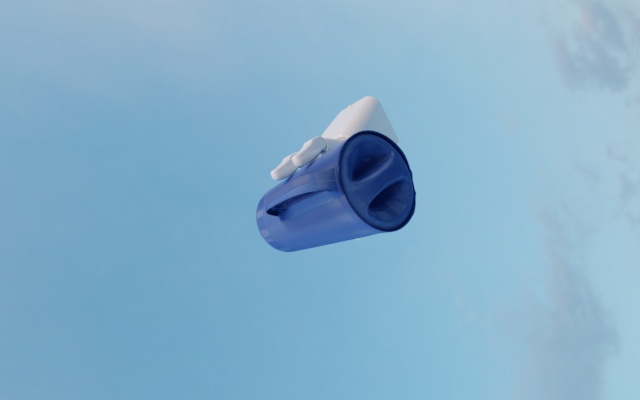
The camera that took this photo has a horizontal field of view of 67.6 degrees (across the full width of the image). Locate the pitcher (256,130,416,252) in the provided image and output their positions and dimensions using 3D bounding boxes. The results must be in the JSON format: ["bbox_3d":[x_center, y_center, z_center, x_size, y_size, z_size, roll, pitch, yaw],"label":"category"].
[{"bbox_3d":[0.000,0.002,0.681,0.149,0.145,0.243,44,-36,-18],"label":"pitcher"}]
